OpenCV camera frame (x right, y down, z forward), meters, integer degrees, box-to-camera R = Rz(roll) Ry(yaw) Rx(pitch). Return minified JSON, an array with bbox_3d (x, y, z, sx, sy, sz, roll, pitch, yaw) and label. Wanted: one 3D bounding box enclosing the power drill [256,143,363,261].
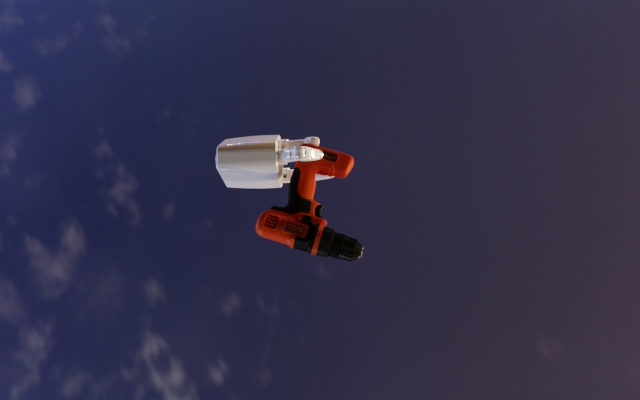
[{"bbox_3d":[0.000,0.002,0.829,0.184,0.187,0.057,17,-25,0],"label":"power drill"}]
